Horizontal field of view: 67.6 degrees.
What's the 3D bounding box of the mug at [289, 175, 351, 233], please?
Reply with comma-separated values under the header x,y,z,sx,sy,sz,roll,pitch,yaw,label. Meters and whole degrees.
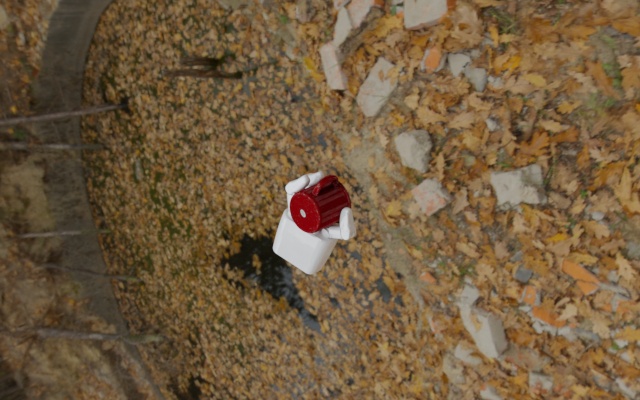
x,y,z,sx,sy,sz,roll,pitch,yaw,label
0.000,0.002,0.884,0.081,0.117,0.093,-24,57,-42,mug
